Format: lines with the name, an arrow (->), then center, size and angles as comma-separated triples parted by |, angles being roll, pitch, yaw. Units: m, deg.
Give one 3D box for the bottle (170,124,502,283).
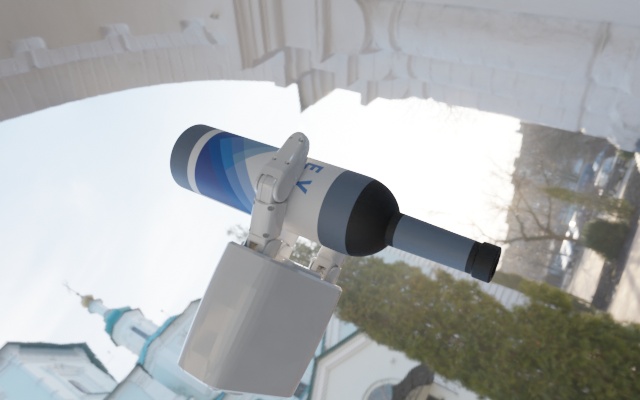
bottle -> 0.000, 0.001, 0.403 | 0.295, 0.069, 0.069 | 20, 9, 27
